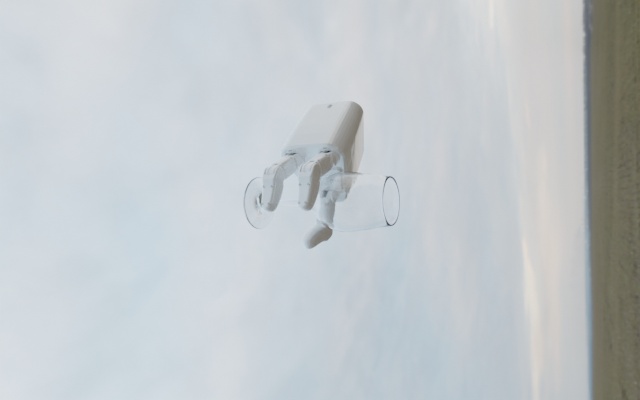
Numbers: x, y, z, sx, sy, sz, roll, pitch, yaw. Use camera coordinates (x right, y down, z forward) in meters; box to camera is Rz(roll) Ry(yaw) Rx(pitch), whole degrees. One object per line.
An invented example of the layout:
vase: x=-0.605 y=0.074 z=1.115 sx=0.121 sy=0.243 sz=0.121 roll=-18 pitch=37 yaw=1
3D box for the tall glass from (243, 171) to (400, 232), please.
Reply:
tall glass: x=-0.001 y=0.002 z=0.633 sx=0.201 sy=0.079 sz=0.079 roll=-1 pitch=0 yaw=29
